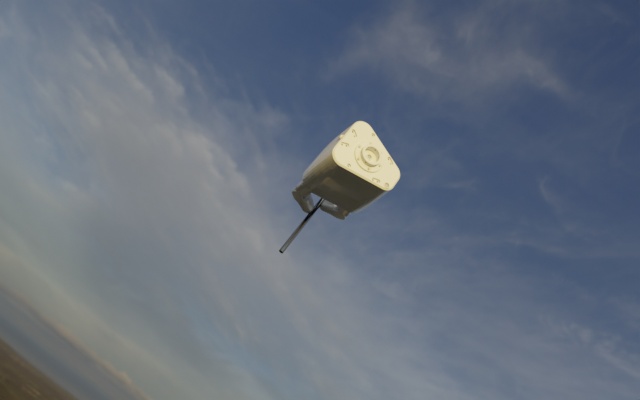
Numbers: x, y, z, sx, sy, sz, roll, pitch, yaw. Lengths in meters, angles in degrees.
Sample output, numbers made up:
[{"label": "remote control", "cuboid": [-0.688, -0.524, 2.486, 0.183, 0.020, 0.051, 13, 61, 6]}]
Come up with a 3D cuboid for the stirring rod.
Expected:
[{"label": "stirring rod", "cuboid": [0.000, 0.003, 0.840, 0.011, 0.011, 0.239, 0, 42, 47]}]
